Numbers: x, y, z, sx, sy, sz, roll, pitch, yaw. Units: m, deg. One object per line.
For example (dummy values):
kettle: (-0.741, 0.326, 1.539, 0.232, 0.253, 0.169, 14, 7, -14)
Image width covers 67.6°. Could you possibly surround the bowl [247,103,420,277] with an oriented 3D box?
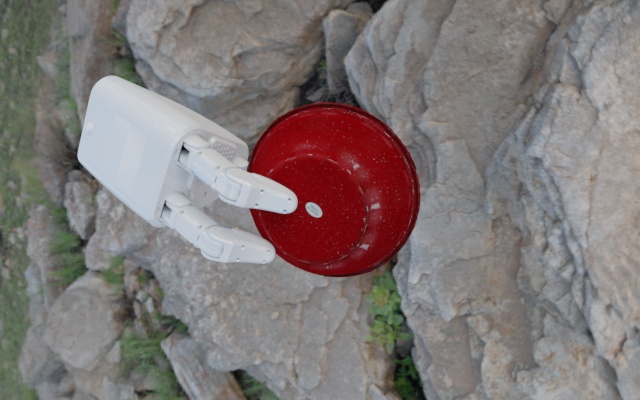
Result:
bowl: (0.001, 0.002, 0.403, 0.162, 0.162, 0.055, 0, 16, 17)
